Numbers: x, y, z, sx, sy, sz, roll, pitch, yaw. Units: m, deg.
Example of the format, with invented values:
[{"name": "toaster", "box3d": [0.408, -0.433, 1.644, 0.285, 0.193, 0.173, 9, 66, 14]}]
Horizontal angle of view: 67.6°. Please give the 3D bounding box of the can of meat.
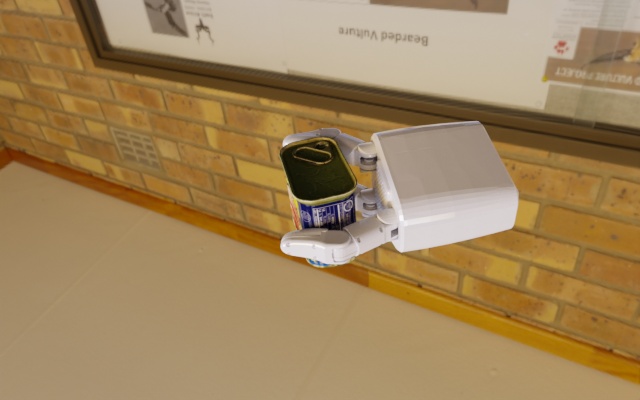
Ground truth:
[{"name": "can of meat", "box3d": [0.000, 0.002, 0.454, 0.057, 0.084, 0.102, -13, 38, -7]}]
